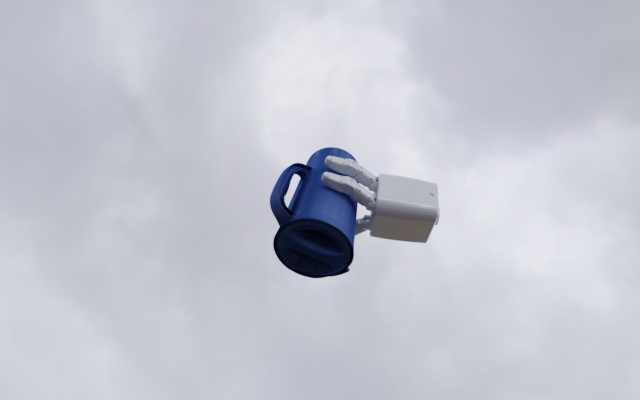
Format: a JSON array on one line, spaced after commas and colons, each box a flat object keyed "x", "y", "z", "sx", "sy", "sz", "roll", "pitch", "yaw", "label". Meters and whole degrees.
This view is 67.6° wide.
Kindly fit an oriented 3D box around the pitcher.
[{"x": 0.000, "y": 0.003, "z": 0.852, "sx": 0.145, "sy": 0.149, "sz": 0.242, "roll": 8, "pitch": 40, "yaw": 5, "label": "pitcher"}]
